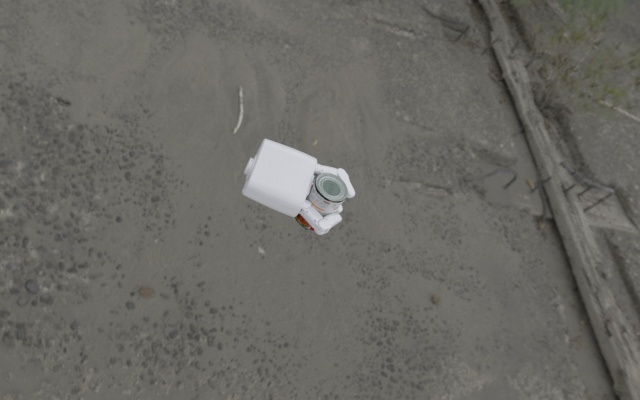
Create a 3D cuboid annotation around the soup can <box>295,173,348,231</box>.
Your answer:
[{"bbox_3d":[0.001,0.003,0.895,0.068,0.068,0.102,0,-34,-29],"label":"soup can"}]
